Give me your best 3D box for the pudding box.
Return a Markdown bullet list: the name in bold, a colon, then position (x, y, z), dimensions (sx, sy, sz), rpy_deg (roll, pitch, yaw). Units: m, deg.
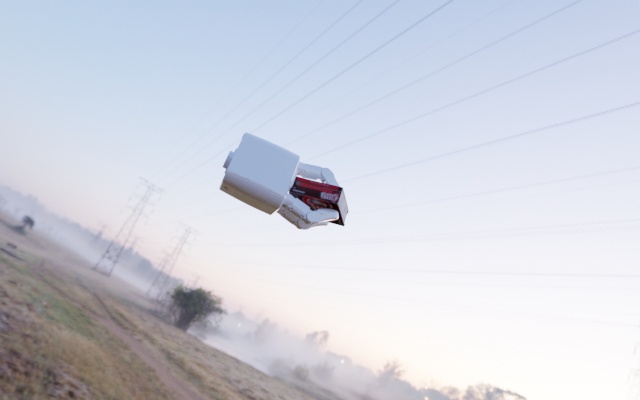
- **pudding box**: position (0.000, 0.003, 0.857), dimensions (0.090, 0.039, 0.113), rpy_deg (15, -17, 15)
